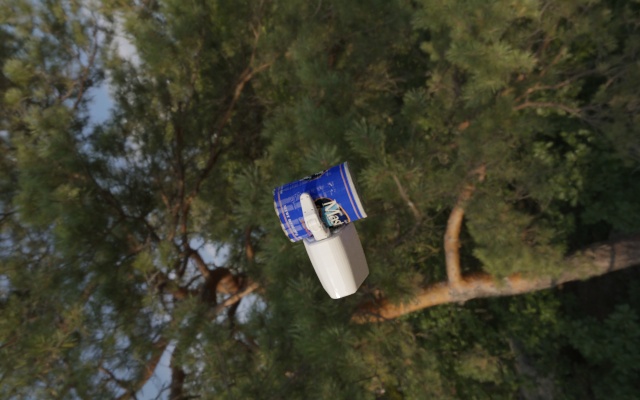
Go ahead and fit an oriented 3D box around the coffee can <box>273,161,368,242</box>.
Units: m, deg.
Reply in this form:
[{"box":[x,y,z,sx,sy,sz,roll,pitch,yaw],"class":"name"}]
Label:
[{"box":[0.000,0.003,0.844,0.140,0.103,0.103,-20,-3,9],"class":"coffee can"}]
